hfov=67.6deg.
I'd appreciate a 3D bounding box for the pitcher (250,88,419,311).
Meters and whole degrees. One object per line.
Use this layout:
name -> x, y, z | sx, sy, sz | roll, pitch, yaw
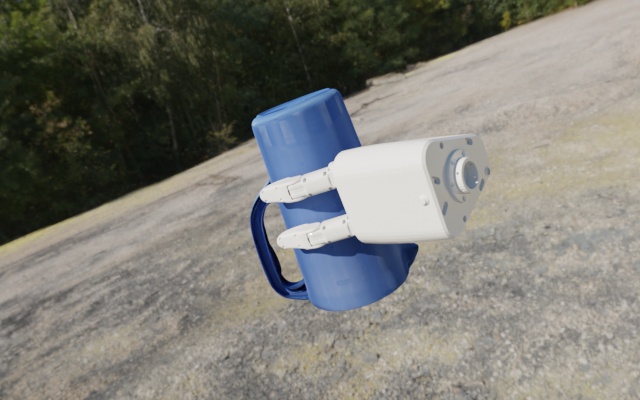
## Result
pitcher -> 0.000, 0.002, 0.571 | 0.149, 0.243, 0.145 | -33, 19, -38
